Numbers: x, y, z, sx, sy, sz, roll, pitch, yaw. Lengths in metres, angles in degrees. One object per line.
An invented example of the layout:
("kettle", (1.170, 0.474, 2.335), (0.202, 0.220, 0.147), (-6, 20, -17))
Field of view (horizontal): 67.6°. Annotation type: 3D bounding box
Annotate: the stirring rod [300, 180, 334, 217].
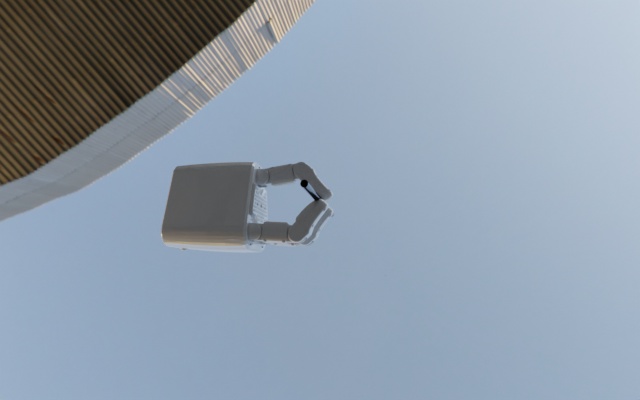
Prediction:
("stirring rod", (0.000, 0.002, 0.585), (0.011, 0.011, 0.239), (0, -9, 8))
